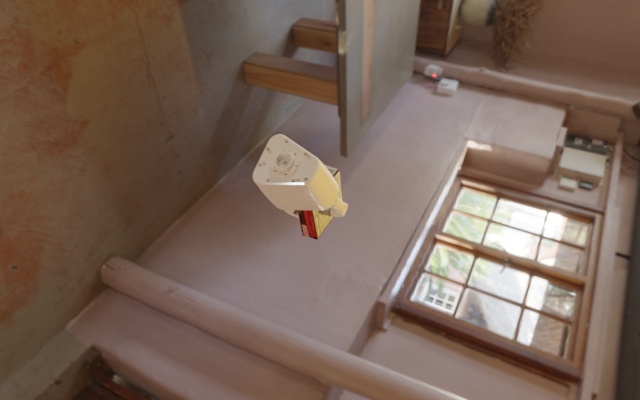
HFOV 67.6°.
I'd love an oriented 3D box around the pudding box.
[{"bbox_3d":[0.000,0.003,0.891,0.039,0.090,0.113,17,47,26],"label":"pudding box"}]
